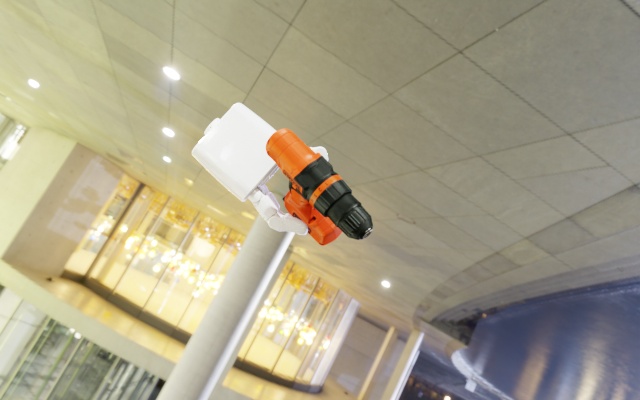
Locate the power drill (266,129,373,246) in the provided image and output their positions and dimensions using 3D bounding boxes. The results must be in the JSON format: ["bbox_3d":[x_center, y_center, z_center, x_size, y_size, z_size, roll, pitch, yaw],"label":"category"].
[{"bbox_3d":[0.000,0.002,0.679,0.057,0.184,0.188,-37,-17,-14],"label":"power drill"}]
